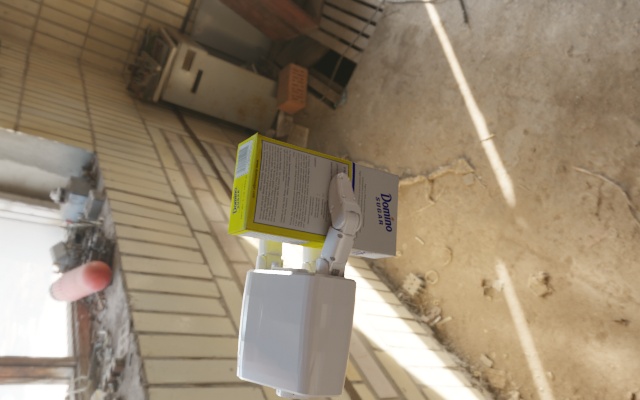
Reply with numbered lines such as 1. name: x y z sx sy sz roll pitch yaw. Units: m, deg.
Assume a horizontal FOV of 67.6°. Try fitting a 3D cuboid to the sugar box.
1. sugar box: 0.000 0.002 0.484 0.176 0.093 0.048 15 -17 -33
